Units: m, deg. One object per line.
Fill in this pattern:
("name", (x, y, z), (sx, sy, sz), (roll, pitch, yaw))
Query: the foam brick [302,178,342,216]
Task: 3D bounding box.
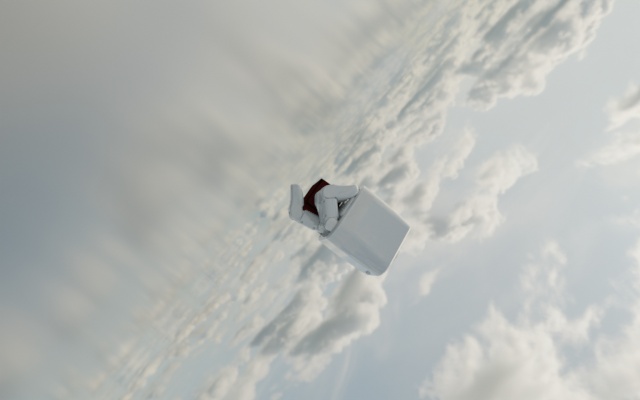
("foam brick", (0.000, 0.003, 0.819), (0.051, 0.053, 0.078), (36, -13, -6))
